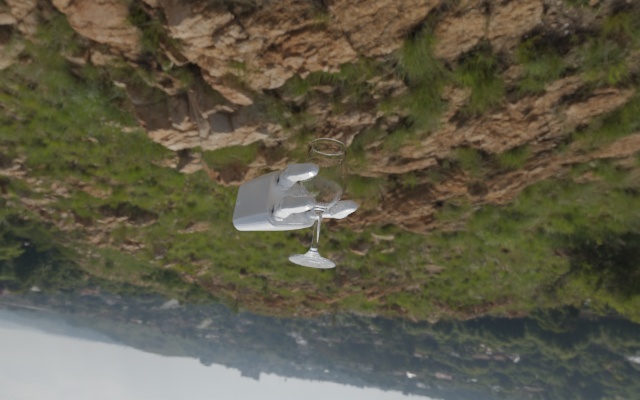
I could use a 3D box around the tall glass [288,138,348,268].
[{"bbox_3d":[0.000,0.003,0.771,0.079,0.201,0.079,8,-19,3],"label":"tall glass"}]
